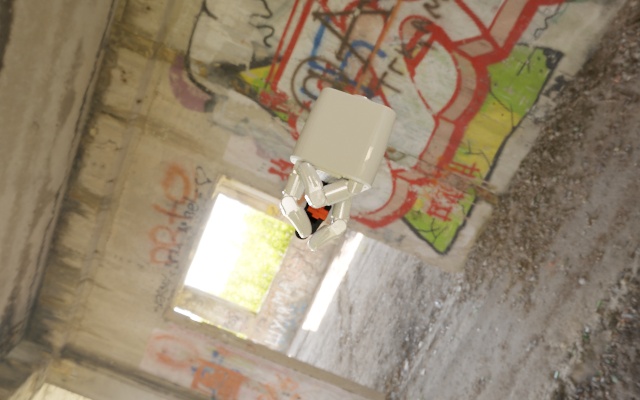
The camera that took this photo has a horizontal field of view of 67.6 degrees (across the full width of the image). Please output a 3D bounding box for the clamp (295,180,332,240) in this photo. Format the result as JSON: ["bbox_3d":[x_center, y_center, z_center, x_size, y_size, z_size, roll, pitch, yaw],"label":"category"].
[{"bbox_3d":[0.000,0.002,0.707,0.039,0.120,0.171,23,-7,-5],"label":"clamp"}]
